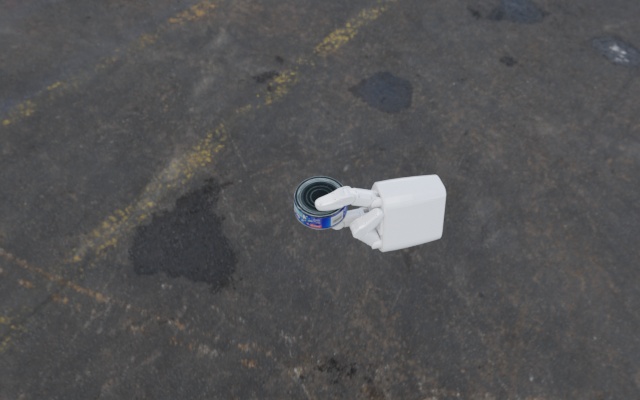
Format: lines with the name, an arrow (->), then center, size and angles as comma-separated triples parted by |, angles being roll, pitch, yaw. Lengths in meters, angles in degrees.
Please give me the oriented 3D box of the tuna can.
tuna can -> 0.000, 0.002, 0.757 | 0.086, 0.086, 0.034 | 0, -39, 1
